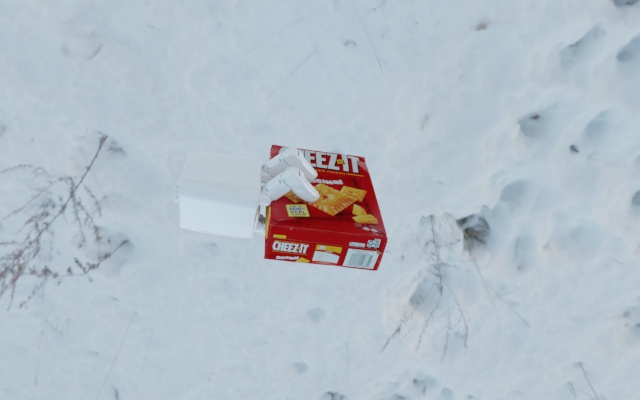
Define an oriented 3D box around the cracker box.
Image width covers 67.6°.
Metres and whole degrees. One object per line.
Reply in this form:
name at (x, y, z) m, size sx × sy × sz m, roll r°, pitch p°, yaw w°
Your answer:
cracker box at (0.000, 0.003, 0.723) m, size 0.164 × 0.072 × 0.213 m, roll 7°, pitch 36°, yaw -10°
